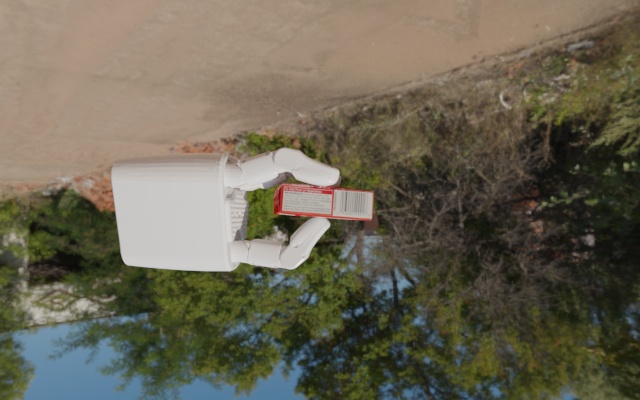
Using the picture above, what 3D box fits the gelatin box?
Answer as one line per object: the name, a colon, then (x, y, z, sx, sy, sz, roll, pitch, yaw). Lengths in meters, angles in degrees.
gelatin box: (0.000, 0.002, 0.465, 0.089, 0.030, 0.073, 5, -2, -8)
